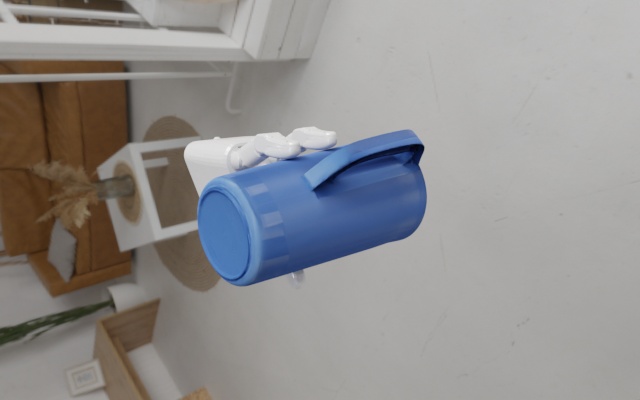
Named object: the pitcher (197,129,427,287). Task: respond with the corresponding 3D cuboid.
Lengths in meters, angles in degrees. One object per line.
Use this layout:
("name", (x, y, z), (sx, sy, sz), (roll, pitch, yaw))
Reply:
("pitcher", (0.000, 0.002, 0.519), (0.243, 0.149, 0.145), (-15, 19, -41))
